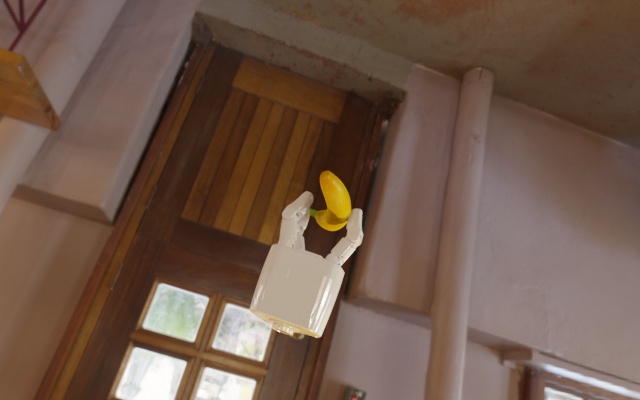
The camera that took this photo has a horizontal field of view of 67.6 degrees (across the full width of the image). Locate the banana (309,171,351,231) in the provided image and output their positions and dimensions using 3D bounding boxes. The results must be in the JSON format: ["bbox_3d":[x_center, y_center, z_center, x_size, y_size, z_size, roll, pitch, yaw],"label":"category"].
[{"bbox_3d":[0.017,0.011,0.756,0.069,0.037,0.198,25,-21,0],"label":"banana"}]
